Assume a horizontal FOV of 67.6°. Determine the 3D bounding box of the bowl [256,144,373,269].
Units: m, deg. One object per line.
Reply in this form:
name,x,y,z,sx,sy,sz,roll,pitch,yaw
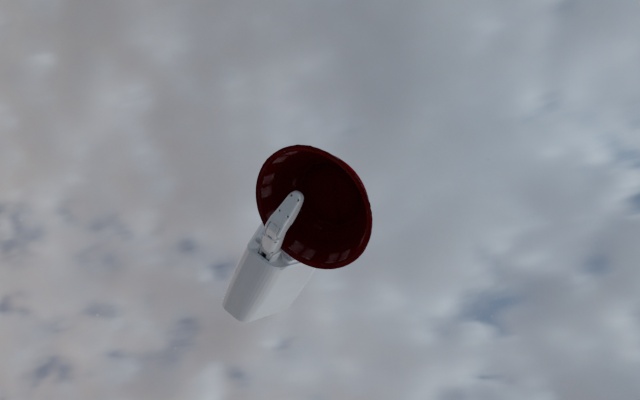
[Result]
bowl,0.001,0.001,0.590,0.162,0.162,0.055,0,22,32
